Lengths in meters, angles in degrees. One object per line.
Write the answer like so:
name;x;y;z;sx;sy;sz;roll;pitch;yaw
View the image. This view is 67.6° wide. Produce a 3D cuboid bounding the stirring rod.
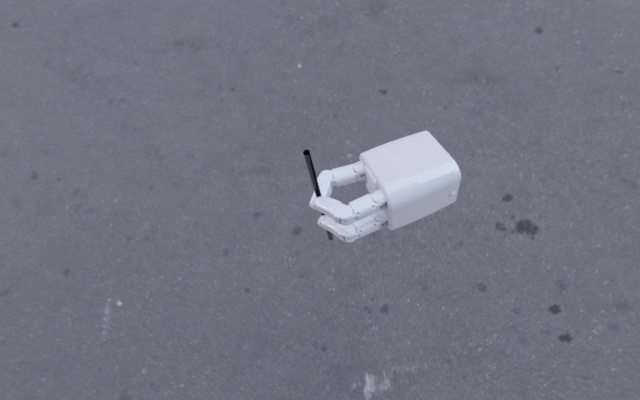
stirring rod;0.000;0.002;0.661;0.011;0.011;0.240;0;-29;9
